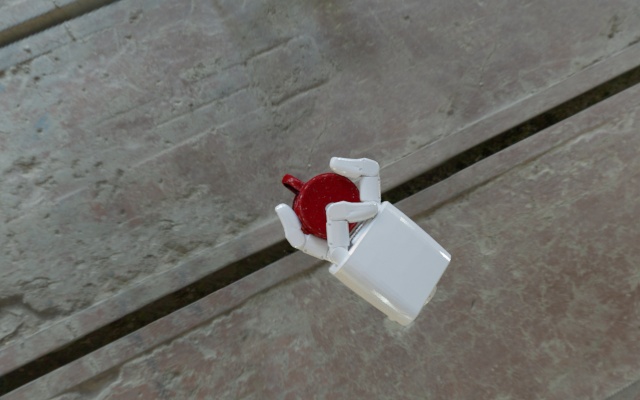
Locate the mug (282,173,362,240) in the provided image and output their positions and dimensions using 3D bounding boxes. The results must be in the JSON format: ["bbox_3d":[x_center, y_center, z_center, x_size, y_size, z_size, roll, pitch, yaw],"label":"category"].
[{"bbox_3d":[-0.001,0.001,0.624,0.117,0.093,0.081,37,-7,0],"label":"mug"}]
